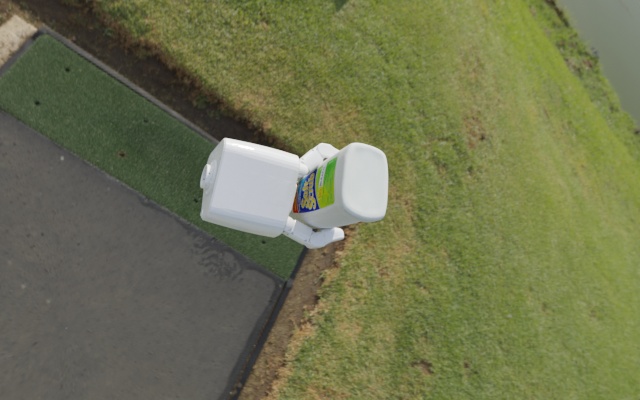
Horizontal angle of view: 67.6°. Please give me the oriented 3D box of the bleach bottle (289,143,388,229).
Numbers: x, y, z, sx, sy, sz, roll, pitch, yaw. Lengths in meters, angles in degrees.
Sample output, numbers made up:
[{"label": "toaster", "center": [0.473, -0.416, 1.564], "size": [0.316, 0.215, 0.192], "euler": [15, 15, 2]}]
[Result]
[{"label": "bleach bottle", "center": [0.000, 0.002, 0.692], "size": [0.068, 0.102, 0.251], "euler": [14, -19, -25]}]
